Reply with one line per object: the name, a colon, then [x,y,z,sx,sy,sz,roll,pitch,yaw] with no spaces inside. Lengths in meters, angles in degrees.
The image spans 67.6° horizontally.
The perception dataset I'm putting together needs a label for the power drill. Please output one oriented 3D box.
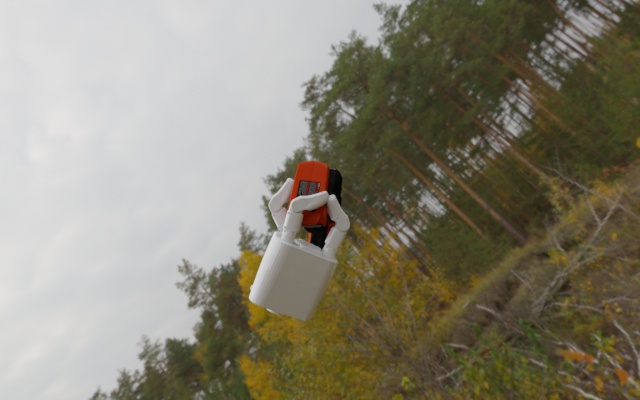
power drill: [0.000,0.003,0.833,0.057,0.184,0.188,4,-19,13]
